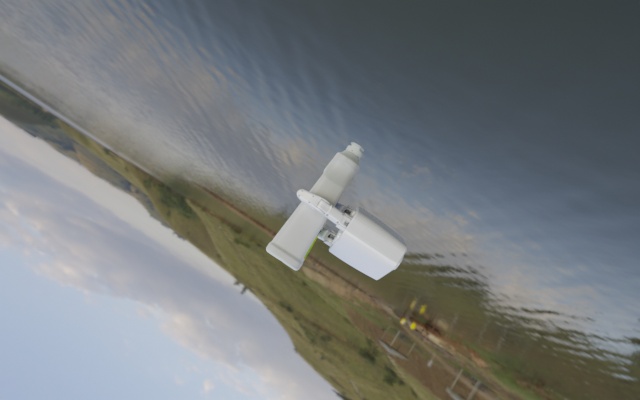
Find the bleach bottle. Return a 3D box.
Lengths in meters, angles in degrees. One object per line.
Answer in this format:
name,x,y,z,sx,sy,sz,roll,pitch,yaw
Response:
bleach bottle,0.000,0.003,0.852,0.068,0.251,0.102,34,-8,1
